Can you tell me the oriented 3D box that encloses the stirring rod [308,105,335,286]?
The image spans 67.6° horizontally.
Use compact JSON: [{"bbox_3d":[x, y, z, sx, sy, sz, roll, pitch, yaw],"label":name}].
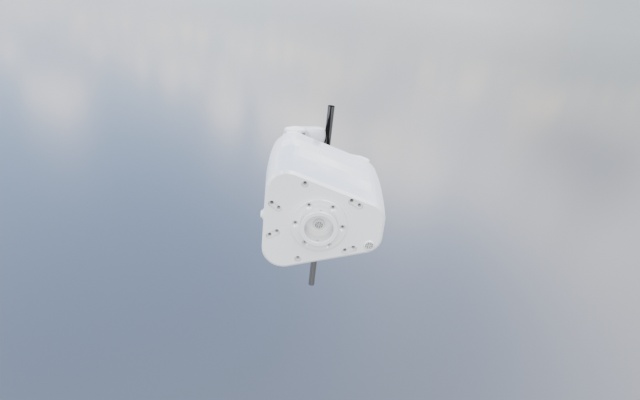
[{"bbox_3d":[0.000,0.002,0.593,0.011,0.240,0.011,5,23,-2],"label":"stirring rod"}]
